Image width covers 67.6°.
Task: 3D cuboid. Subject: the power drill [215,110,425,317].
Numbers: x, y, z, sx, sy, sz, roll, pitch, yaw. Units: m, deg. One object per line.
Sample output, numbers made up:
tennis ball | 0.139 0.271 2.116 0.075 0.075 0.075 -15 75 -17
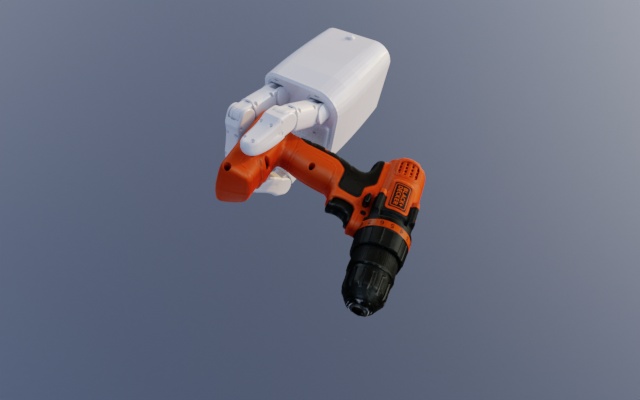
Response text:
power drill | 0.000 0.001 0.455 0.187 0.184 0.057 25 -43 2
